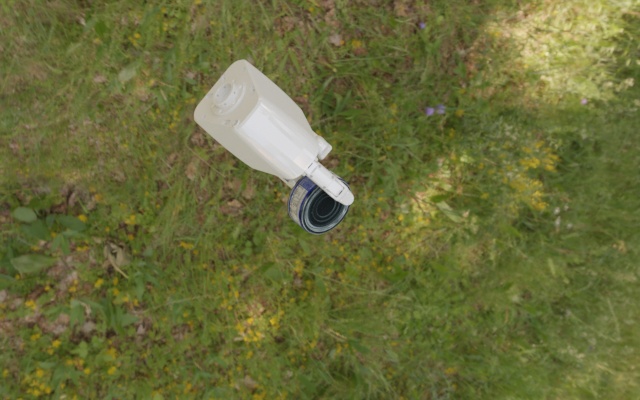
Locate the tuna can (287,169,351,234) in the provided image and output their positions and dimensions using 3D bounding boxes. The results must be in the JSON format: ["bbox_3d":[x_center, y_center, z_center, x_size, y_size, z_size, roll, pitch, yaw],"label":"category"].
[{"bbox_3d":[0.000,0.002,0.642,0.086,0.086,0.033,0,27,-41],"label":"tuna can"}]
